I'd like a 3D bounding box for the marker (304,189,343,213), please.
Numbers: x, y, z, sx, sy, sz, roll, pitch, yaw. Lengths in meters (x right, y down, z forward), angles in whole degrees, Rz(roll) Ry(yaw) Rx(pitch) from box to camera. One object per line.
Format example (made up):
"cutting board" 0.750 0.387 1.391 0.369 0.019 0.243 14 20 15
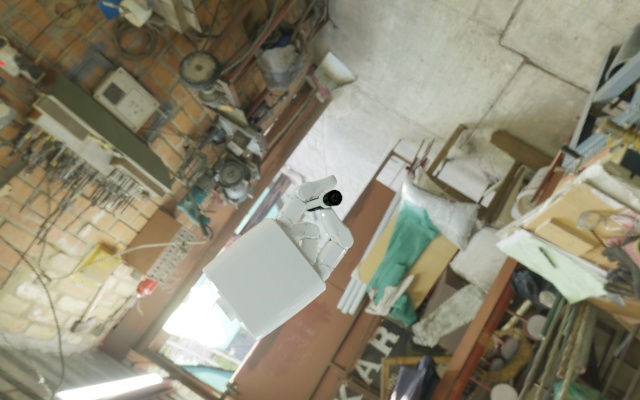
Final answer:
"marker" 0.000 0.002 0.578 0.020 0.020 0.121 0 -5 -17
